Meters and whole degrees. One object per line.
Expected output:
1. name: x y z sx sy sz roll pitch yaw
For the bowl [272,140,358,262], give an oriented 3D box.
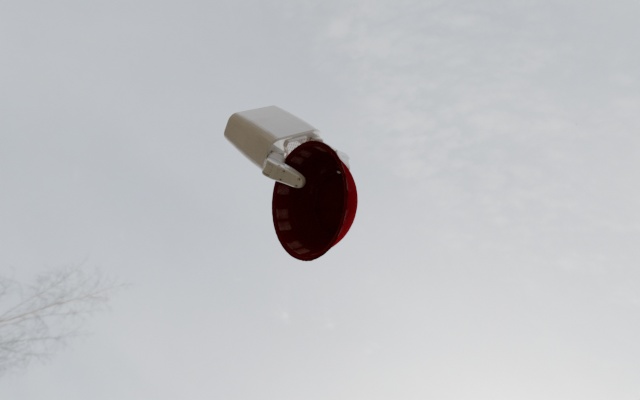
1. bowl: 0.001 0.003 0.654 0.055 0.162 0.162 6 -4 -40
